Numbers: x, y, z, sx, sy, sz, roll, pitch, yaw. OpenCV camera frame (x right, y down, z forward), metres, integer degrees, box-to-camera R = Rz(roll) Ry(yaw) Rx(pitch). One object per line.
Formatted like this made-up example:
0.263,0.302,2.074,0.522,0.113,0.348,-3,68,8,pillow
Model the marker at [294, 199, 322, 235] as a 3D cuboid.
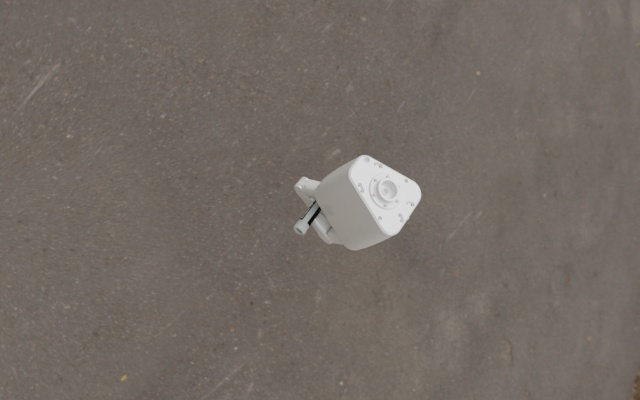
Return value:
0.000,0.002,0.732,0.020,0.121,0.020,29,-28,17,marker
